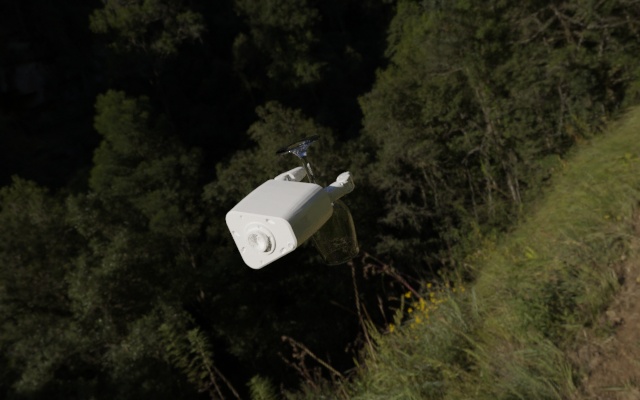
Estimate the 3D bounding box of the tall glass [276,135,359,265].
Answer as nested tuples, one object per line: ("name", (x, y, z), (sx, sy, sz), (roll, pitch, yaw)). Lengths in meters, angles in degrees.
("tall glass", (0.000, 0.002, 0.763), (0.079, 0.201, 0.079), (-20, 16, 6))
